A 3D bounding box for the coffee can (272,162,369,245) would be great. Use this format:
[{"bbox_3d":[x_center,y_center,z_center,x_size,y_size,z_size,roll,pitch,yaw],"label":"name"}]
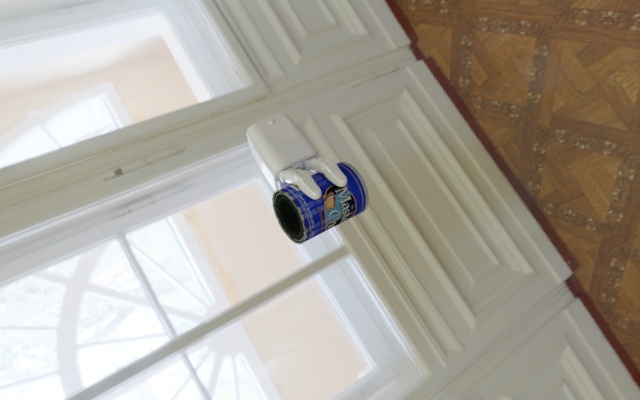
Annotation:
[{"bbox_3d":[0.000,0.003,0.850,0.140,0.103,0.103,-26,13,-28],"label":"coffee can"}]
